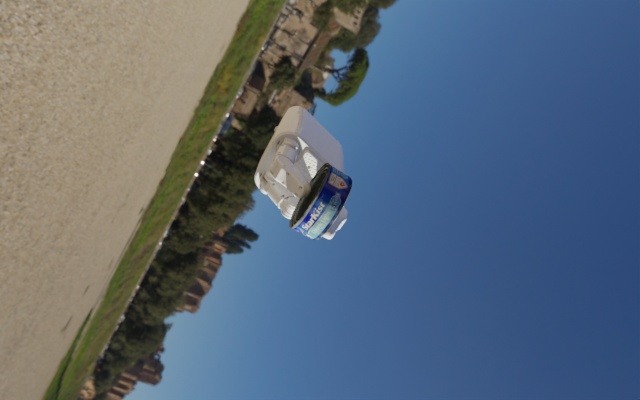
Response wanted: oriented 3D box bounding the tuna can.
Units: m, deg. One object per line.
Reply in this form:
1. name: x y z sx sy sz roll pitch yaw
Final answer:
1. tuna can: 0.001 0.002 0.545 0.034 0.086 0.086 31 -6 -11
